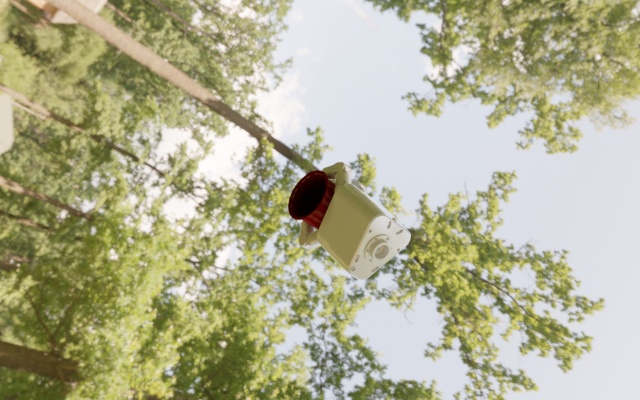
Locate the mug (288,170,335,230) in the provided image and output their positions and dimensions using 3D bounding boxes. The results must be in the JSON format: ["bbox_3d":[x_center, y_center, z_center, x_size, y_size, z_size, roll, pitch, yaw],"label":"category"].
[{"bbox_3d":[0.000,0.002,0.826,0.081,0.093,0.117,34,7,-36],"label":"mug"}]
